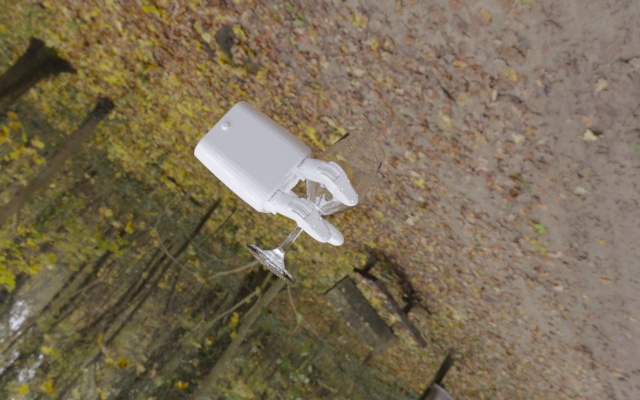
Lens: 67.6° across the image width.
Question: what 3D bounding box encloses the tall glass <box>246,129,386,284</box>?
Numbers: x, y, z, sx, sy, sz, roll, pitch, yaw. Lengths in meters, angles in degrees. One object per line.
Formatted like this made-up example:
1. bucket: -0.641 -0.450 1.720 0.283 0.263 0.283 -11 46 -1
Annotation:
1. tall glass: 0.000 0.003 0.594 0.079 0.201 0.079 35 -18 13
